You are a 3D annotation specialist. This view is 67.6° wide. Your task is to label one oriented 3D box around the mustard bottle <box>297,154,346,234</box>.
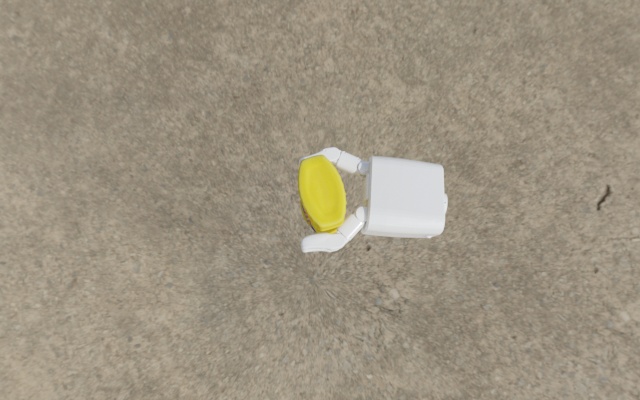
[{"bbox_3d":[0.000,0.002,0.695,0.058,0.096,0.192,-18,-8,-4],"label":"mustard bottle"}]
